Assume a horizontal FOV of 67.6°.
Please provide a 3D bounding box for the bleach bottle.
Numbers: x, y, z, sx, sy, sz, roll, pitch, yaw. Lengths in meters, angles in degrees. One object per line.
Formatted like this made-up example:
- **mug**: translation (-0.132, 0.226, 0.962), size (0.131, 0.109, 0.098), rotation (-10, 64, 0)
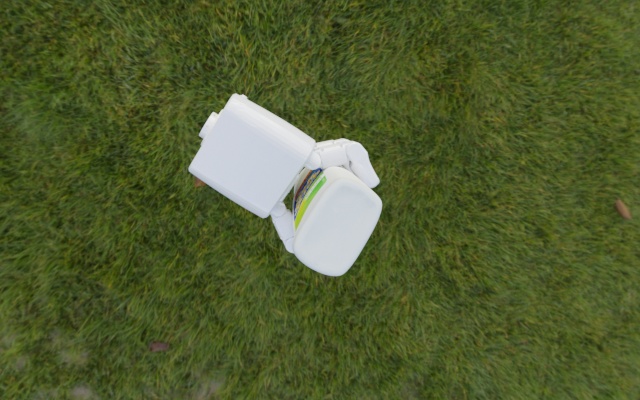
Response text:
- **bleach bottle**: translation (0.000, 0.002, 0.589), size (0.068, 0.102, 0.250), rotation (30, 5, -13)
